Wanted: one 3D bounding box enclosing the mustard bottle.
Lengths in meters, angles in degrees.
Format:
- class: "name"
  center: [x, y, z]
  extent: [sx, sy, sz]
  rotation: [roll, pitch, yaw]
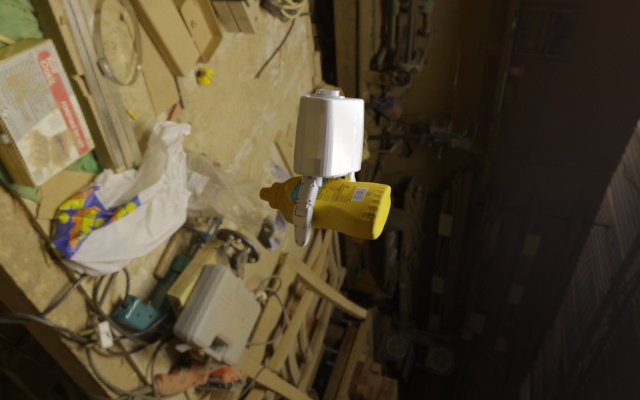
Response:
- class: "mustard bottle"
  center: [0.000, 0.003, 0.698]
  extent: [0.191, 0.058, 0.096]
  rotation: [9, 39, 18]
